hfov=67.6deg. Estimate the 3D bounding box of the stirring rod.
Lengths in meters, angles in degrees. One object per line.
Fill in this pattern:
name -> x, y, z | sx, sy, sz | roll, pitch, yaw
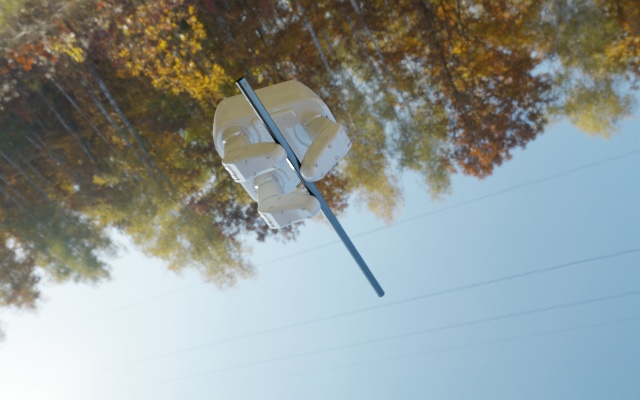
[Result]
stirring rod -> 0.000, 0.001, 0.402 | 0.011, 0.240, 0.011 | -25, 29, 15
